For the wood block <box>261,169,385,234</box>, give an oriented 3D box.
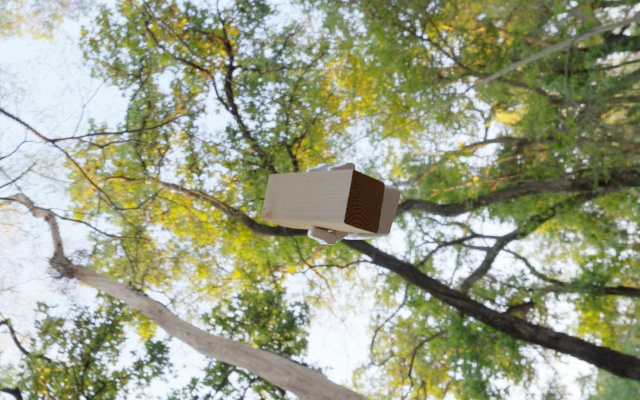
[{"bbox_3d":[0.000,0.003,0.845,0.206,0.091,0.090,0,-14,45],"label":"wood block"}]
